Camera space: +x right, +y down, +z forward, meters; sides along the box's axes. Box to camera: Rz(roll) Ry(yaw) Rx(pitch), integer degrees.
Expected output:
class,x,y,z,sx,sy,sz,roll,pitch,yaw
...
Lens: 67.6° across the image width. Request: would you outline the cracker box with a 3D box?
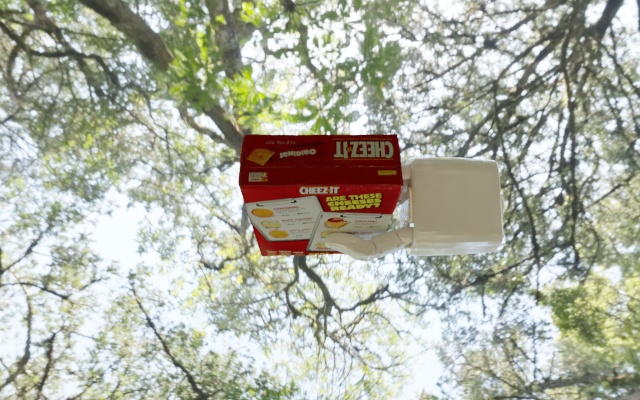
class,x,y,z,sx,sy,sz,roll,pitch,yaw
cracker box,0.000,0.002,0.573,0.164,0.072,0.214,-1,-25,-1
